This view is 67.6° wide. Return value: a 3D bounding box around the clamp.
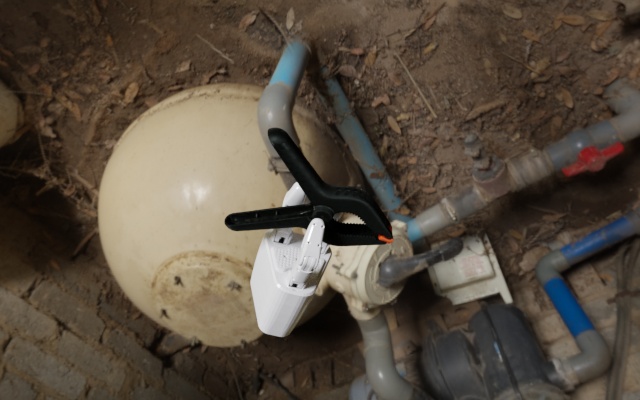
[{"bbox_3d":[0.000,0.003,0.583,0.210,0.165,0.036,16,42,-11],"label":"clamp"}]
